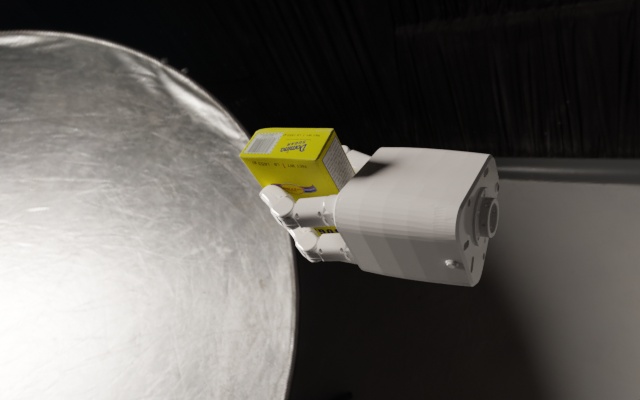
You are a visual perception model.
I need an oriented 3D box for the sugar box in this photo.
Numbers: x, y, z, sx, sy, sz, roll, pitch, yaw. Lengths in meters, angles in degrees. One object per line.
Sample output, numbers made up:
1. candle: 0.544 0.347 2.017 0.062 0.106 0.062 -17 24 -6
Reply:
1. sugar box: 0.000 0.002 0.496 0.093 0.048 0.176 6 -37 34
